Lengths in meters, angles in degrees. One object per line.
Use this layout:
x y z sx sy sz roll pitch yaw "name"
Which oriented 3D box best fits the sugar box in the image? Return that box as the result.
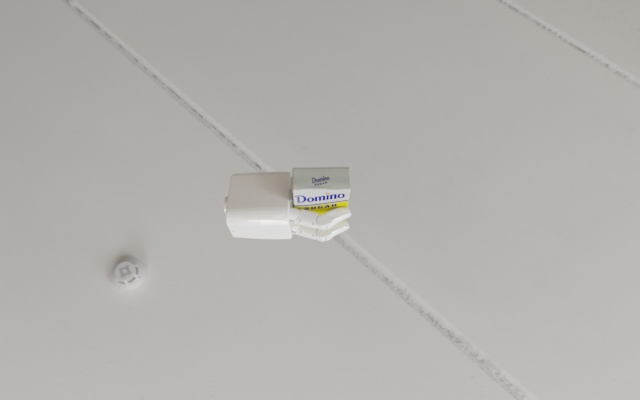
0.000 0.003 0.821 0.093 0.048 0.176 -1 -23 0 "sugar box"
